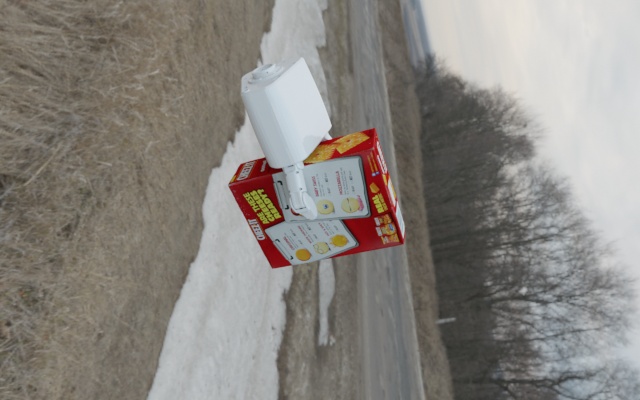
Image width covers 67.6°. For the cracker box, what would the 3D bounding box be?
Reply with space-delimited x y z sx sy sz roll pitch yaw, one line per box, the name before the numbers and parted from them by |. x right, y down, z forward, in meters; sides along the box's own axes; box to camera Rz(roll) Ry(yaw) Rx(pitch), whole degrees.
cracker box | 0.000 0.002 0.699 0.214 0.164 0.072 -13 31 18
